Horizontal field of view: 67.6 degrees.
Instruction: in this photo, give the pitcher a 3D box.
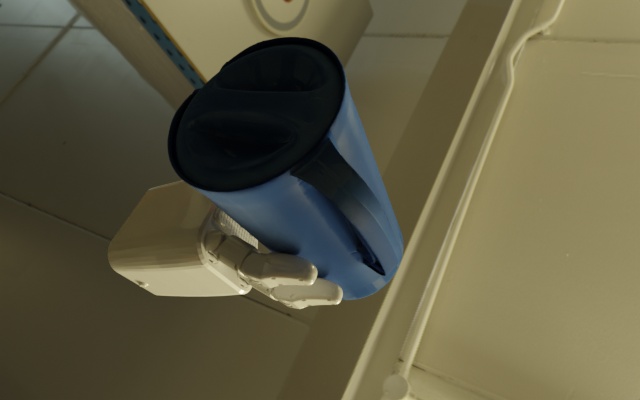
[{"bbox_3d":[0.000,0.001,0.404,0.145,0.149,0.243,-9,-34,20],"label":"pitcher"}]
